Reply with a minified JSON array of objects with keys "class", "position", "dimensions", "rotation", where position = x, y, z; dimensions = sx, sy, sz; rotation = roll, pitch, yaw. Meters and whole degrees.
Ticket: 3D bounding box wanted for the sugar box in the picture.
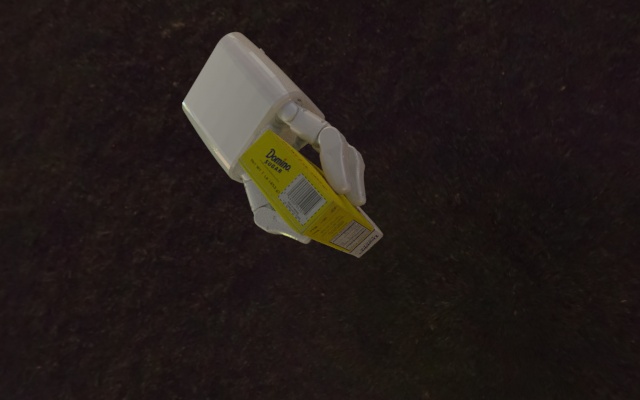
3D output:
[{"class":"sugar box","position":[0.000,0.001,0.468],"dimensions":[0.048,0.093,0.176],"rotation":[-44,-22,9]}]
